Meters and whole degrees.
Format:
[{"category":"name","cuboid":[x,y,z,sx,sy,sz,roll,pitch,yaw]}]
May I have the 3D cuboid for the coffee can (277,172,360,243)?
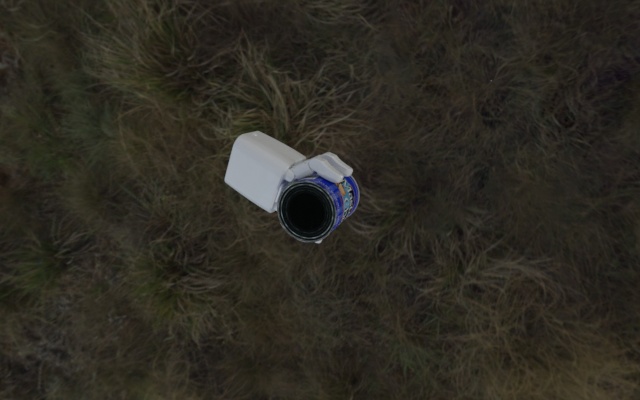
[{"category":"coffee can","cuboid":[0.000,0.003,0.824,0.103,0.103,0.140,0,13,20]}]
